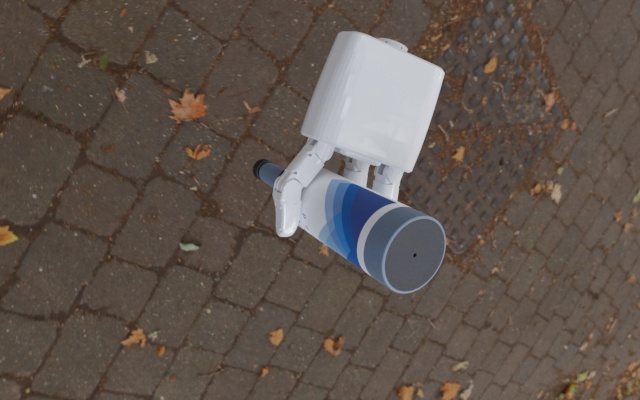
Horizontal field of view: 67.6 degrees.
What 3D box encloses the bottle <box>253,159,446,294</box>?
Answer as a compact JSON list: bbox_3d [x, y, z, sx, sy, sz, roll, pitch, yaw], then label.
[{"bbox_3d":[0.000,0.002,0.496,0.069,0.069,0.295,0,17,-32],"label":"bottle"}]
